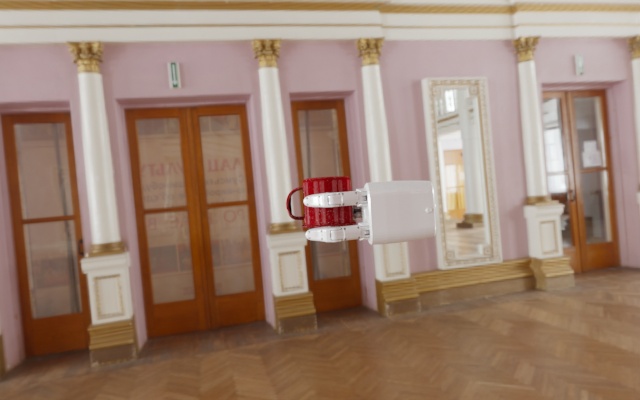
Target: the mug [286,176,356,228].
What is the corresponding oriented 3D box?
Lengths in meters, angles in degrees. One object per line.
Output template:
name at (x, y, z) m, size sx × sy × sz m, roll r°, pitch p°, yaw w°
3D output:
mug at (-0.001, 0.003, 0.808) m, size 0.117 × 0.081 × 0.093 m, roll -3°, pitch 0°, yaw -4°
